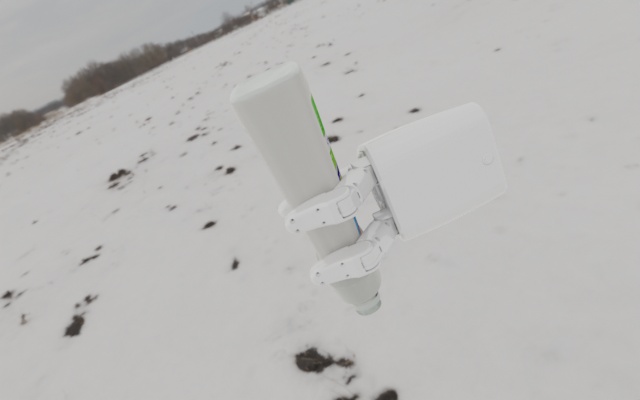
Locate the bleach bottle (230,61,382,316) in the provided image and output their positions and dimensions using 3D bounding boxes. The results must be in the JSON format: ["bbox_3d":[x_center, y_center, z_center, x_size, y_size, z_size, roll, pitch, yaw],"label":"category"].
[{"bbox_3d":[0.000,0.002,0.453,0.068,0.251,0.102,-24,23,3],"label":"bleach bottle"}]
